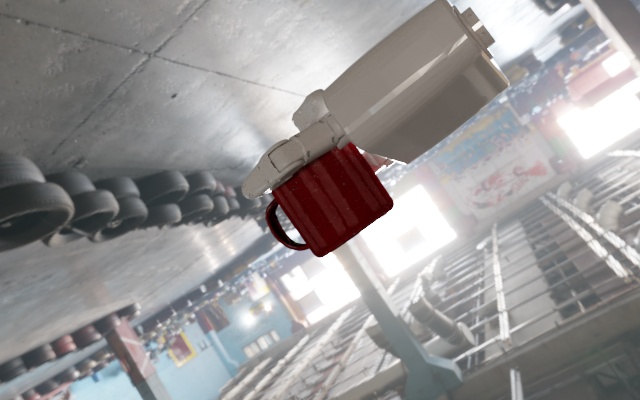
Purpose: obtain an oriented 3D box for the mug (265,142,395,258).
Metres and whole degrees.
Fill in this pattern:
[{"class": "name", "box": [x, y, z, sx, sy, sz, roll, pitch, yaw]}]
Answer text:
[{"class": "mug", "box": [-0.001, 0.002, 0.410, 0.117, 0.081, 0.093, -38, -7, 26]}]
